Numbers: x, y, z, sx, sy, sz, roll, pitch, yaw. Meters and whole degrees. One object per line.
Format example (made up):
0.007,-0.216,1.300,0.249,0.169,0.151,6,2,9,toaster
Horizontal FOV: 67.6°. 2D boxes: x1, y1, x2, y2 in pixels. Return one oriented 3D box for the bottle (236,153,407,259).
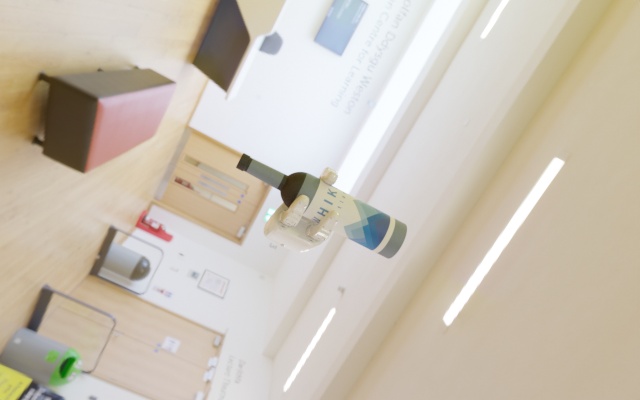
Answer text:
0.000,0.003,0.784,0.296,0.069,0.069,27,-5,-10,bottle
